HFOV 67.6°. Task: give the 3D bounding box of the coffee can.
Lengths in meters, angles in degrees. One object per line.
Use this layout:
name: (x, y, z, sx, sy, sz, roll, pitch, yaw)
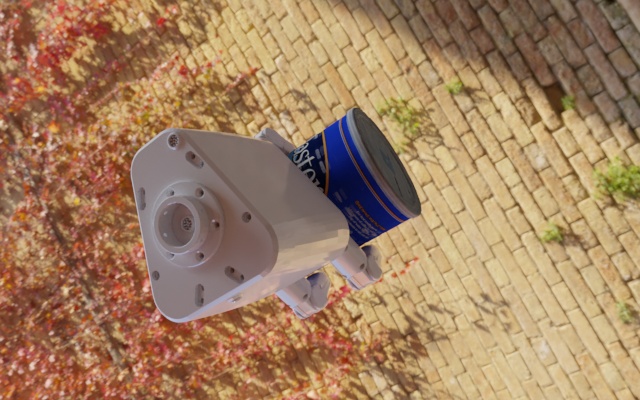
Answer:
coffee can: (0.000, 0.001, 0.413, 0.140, 0.103, 0.103, -32, -12, 20)
